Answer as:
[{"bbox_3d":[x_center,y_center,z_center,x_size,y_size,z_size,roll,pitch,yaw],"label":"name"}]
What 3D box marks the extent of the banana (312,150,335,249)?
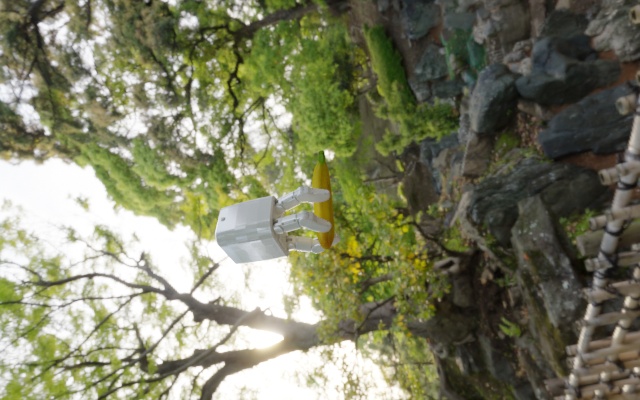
[{"bbox_3d":[0.003,0.007,0.898,0.037,0.197,0.070,-8,-25,8],"label":"banana"}]
